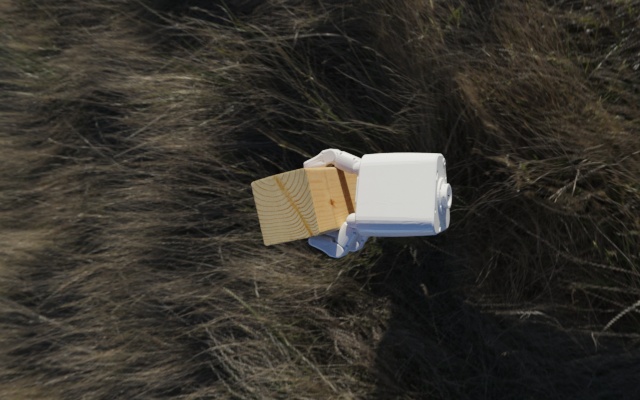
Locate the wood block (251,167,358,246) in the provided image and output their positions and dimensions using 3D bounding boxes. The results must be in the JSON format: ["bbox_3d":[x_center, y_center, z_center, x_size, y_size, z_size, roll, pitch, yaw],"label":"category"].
[{"bbox_3d":[0.000,0.002,0.714,0.090,0.091,0.206,-13,-2,28],"label":"wood block"}]
